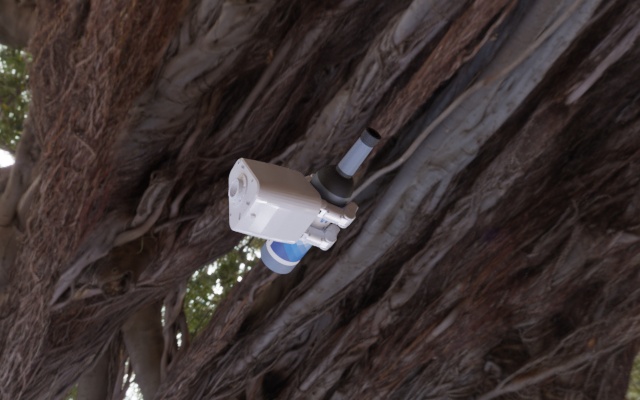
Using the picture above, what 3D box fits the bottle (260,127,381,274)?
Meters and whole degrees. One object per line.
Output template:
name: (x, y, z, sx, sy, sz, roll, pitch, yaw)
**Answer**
bottle: (0.000, 0.003, 0.765, 0.069, 0.069, 0.296, 0, -43, -45)
